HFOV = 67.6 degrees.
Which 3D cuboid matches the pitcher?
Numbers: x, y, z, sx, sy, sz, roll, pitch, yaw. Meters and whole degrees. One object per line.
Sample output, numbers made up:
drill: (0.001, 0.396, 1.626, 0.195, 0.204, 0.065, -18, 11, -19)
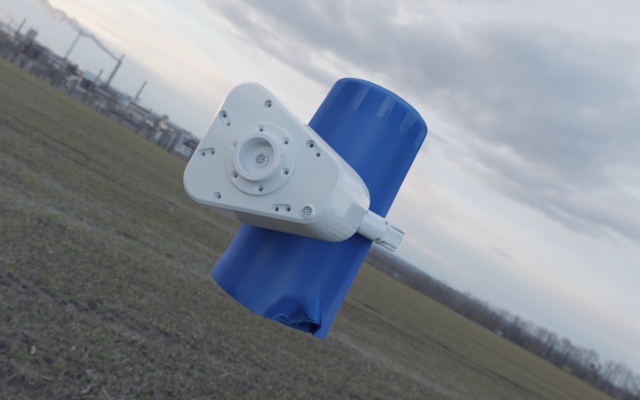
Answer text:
pitcher: (0.000, 0.002, 0.495, 0.149, 0.243, 0.145, 30, -1, 16)
